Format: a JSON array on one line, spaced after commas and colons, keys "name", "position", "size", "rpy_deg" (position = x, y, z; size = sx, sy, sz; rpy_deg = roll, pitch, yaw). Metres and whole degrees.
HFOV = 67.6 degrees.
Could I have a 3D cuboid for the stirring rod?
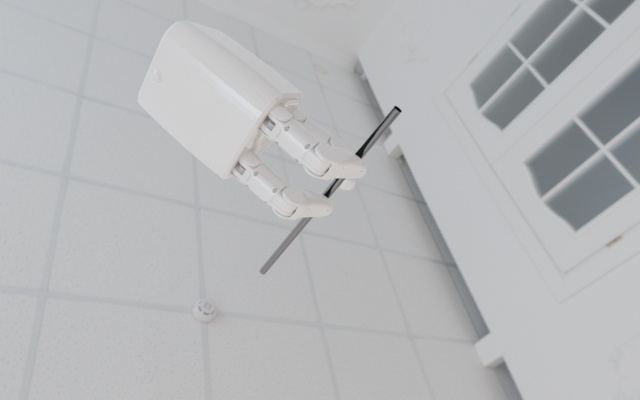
[{"name": "stirring rod", "position": [0.000, 0.001, 0.461], "size": [0.011, 0.011, 0.240], "rpy_deg": [0, -40, -44]}]
